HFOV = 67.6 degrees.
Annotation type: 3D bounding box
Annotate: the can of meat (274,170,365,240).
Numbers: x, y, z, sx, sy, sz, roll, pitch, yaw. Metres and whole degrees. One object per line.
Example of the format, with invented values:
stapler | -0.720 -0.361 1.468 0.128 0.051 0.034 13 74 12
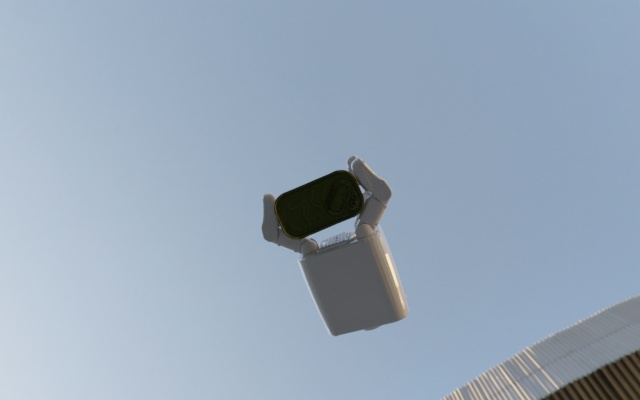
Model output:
can of meat | 0.000 0.002 0.587 0.102 0.057 0.084 -23 3 4
